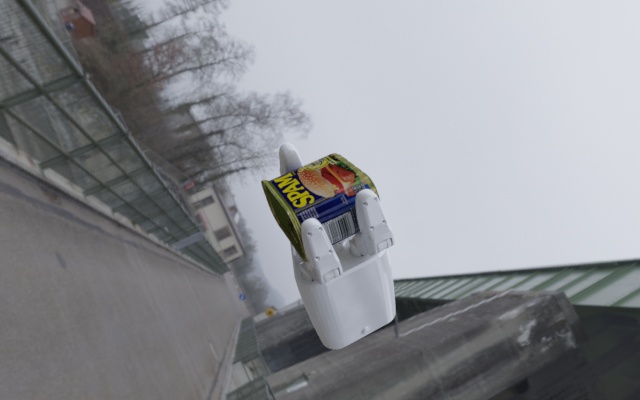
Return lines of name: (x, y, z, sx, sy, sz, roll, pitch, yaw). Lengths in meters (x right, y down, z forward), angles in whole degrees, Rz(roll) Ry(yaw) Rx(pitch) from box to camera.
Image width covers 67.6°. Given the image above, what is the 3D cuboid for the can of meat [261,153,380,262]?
can of meat: (0.000, 0.001, 0.464, 0.084, 0.057, 0.102, -24, 32, -13)
